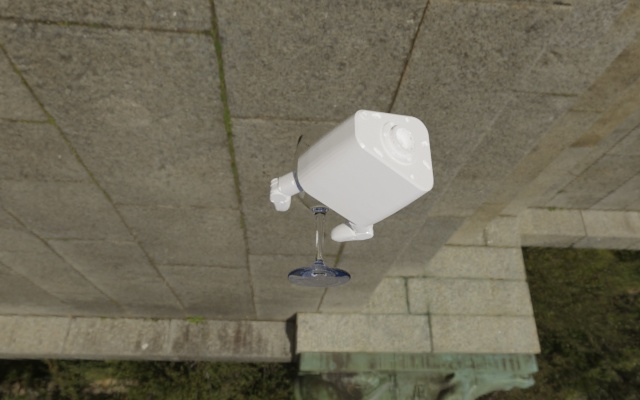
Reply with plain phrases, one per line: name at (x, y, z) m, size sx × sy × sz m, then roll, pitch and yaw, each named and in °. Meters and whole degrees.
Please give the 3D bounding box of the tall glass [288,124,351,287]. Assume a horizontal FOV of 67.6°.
tall glass at (0.000, 0.003, 0.605) m, size 0.079 × 0.201 × 0.079 m, roll 0°, pitch -27°, yaw 0°
